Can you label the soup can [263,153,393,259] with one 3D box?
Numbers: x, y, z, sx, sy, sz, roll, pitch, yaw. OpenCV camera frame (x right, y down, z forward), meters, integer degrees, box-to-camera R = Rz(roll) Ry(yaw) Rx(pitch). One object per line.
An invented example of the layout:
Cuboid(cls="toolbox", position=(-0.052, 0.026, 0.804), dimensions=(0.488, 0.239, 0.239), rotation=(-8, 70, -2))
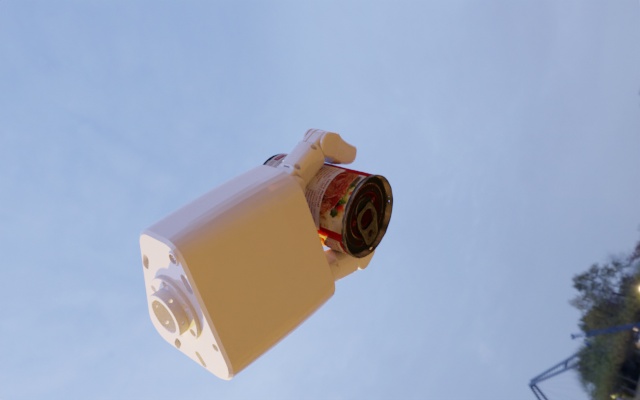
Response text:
Cuboid(cls="soup can", position=(0.000, 0.001, 0.403), dimensions=(0.102, 0.068, 0.068), rotation=(17, 10, 36))
